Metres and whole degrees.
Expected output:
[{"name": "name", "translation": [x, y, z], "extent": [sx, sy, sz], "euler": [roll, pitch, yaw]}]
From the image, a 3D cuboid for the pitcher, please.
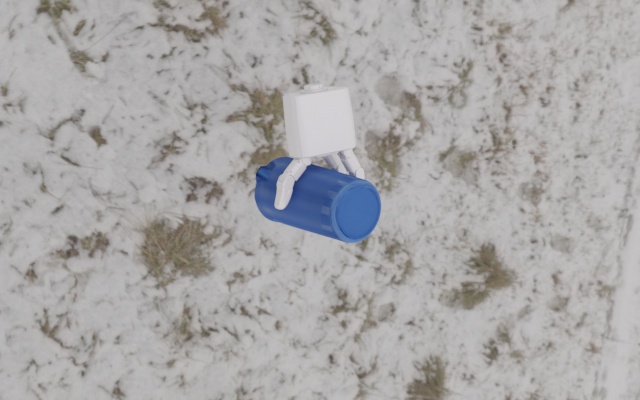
[{"name": "pitcher", "translation": [0.000, 0.003, 0.873], "extent": [0.149, 0.145, 0.243], "euler": [-18, 20, -33]}]
